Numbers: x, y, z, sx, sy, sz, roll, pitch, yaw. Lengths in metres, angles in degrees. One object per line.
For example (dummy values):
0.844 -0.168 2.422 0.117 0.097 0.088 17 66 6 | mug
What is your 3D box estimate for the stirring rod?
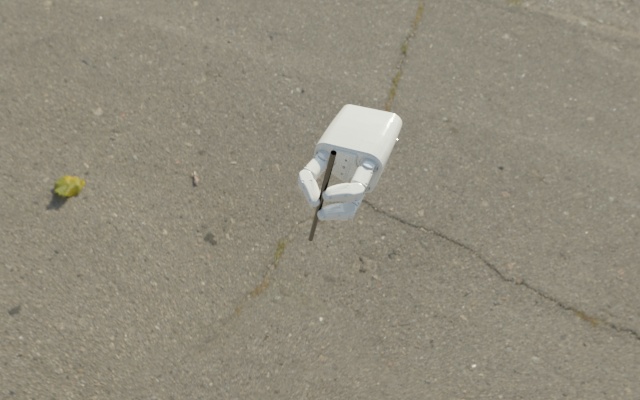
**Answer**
0.000 0.002 0.712 0.011 0.011 0.240 0 -32 -9 | stirring rod
